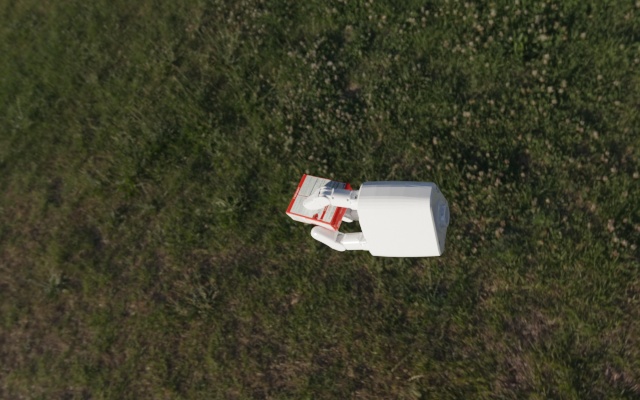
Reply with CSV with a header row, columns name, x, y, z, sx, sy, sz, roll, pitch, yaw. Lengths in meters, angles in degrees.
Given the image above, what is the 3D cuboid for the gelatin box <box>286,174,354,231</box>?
name,x,y,z,sx,sy,sz,roll,pitch,yaw
gelatin box,0.000,0.002,0.757,0.089,0.073,0.030,14,-19,31
